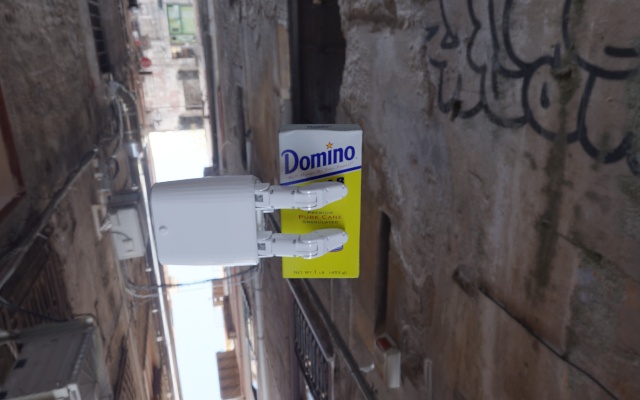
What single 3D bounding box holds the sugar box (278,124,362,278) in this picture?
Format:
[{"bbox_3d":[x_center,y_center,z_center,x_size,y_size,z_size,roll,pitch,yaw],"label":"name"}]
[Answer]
[{"bbox_3d":[0.000,0.002,0.552,0.093,0.176,0.048,-1,20,0],"label":"sugar box"}]
